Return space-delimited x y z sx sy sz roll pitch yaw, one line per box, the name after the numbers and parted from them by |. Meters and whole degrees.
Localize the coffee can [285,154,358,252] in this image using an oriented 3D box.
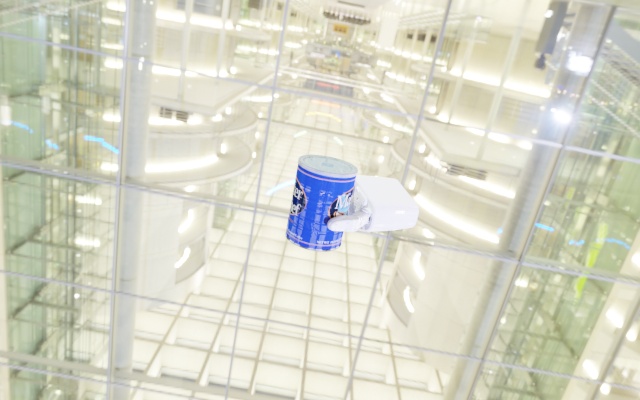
0.000 0.003 0.823 0.103 0.140 0.102 10 20 -4 | coffee can
